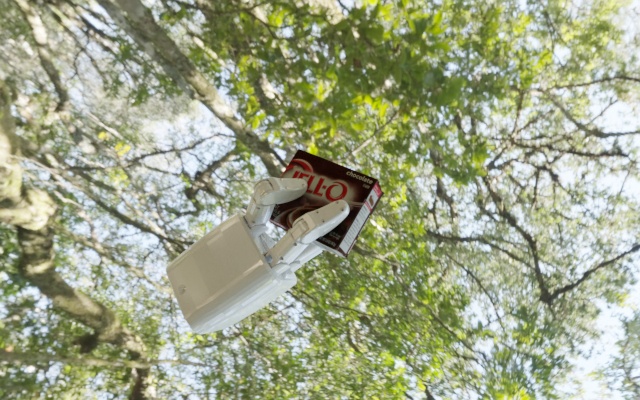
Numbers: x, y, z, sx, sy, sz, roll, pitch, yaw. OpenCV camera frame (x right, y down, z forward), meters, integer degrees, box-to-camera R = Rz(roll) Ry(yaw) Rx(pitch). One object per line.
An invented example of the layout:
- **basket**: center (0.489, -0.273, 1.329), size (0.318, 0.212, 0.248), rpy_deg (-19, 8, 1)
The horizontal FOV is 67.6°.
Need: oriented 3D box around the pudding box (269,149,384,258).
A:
- **pudding box**: center (0.000, 0.002, 0.534), size (0.113, 0.090, 0.039), rpy_deg (24, -14, 27)
